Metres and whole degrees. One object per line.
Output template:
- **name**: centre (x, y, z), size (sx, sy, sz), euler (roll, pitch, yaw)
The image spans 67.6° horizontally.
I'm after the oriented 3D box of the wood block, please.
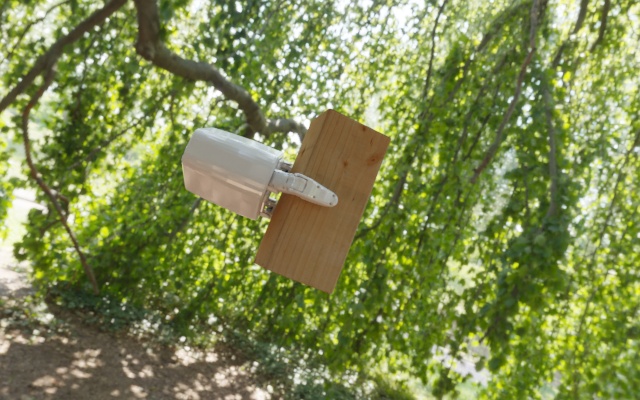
- **wood block**: centre (0.000, 0.002, 0.608), size (0.090, 0.206, 0.091), euler (24, -8, -15)
